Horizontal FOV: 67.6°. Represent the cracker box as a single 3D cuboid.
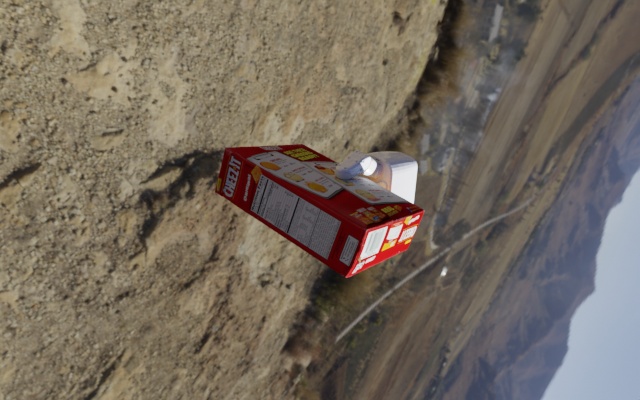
[{"bbox_3d":[0.000,0.002,0.607,0.213,0.072,0.164,30,22,27],"label":"cracker box"}]
